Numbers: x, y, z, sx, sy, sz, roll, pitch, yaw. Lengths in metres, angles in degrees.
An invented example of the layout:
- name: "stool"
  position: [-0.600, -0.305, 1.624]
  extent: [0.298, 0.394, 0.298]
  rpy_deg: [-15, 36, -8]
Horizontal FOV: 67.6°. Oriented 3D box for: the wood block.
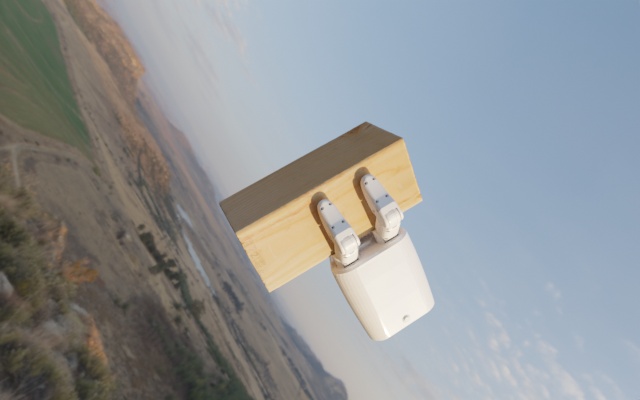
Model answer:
- name: "wood block"
  position: [0.000, 0.002, 0.557]
  extent: [0.206, 0.090, 0.090]
  rpy_deg: [-30, 29, -11]
